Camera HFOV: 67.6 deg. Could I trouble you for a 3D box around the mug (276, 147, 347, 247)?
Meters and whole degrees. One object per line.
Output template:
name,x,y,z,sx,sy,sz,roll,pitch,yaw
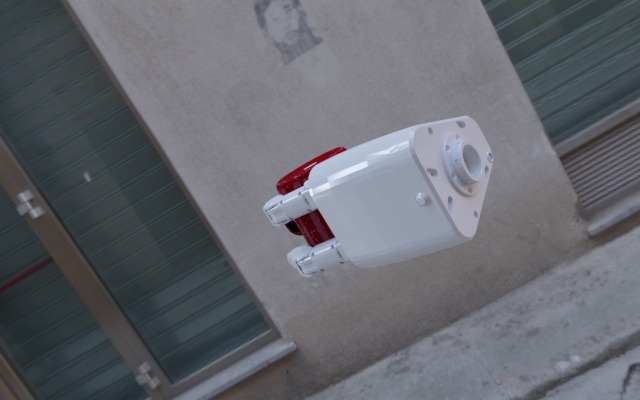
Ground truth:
mug,-0.001,0.002,0.493,0.117,0.081,0.093,-21,13,43
